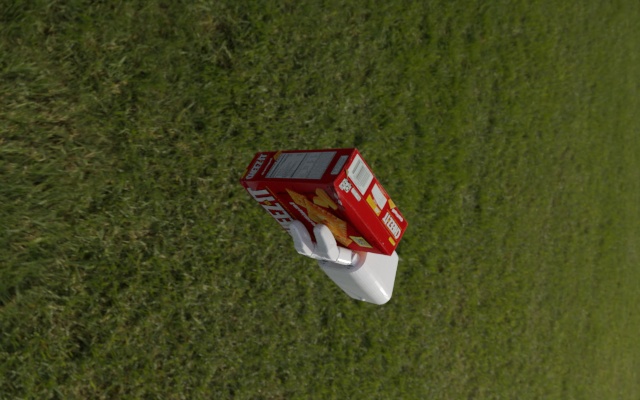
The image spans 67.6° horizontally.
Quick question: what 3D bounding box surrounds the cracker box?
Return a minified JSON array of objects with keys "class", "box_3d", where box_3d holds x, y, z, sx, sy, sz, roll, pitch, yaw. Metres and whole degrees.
[{"class":"cracker box","box_3d":[0.000,0.002,0.726,0.213,0.072,0.164,3,-37,45]}]
